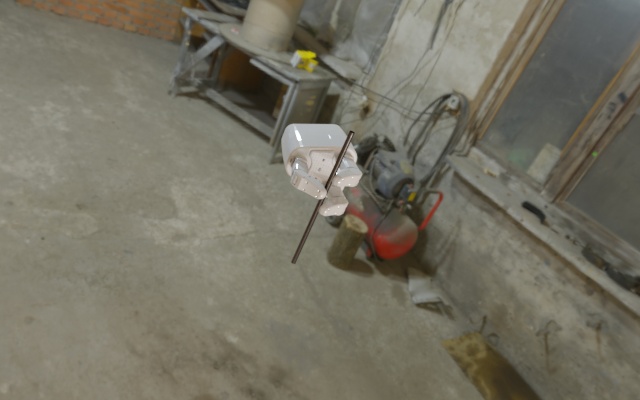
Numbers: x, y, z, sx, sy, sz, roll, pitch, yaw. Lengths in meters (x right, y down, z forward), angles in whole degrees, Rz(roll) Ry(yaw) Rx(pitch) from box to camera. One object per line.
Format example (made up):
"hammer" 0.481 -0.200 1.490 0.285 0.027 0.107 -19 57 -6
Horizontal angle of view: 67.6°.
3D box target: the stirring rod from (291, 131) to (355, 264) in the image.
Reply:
"stirring rod" 0.000 0.002 0.721 0.011 0.240 0.011 19 27 -10
